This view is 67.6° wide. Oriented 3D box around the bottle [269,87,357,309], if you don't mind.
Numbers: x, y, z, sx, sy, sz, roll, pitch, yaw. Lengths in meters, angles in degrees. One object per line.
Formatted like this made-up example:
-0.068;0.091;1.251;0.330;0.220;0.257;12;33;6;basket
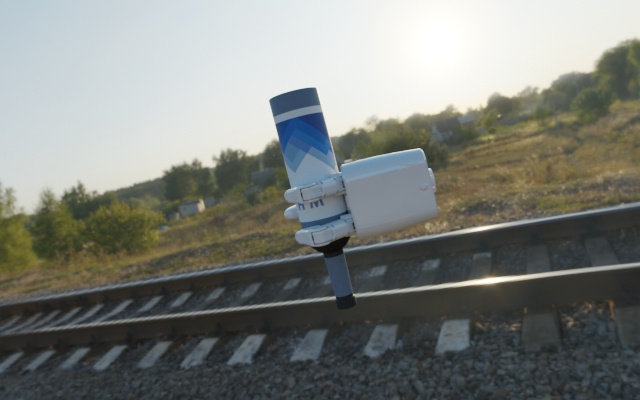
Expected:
0.000;0.002;0.641;0.069;0.296;0.069;-14;5;1;bottle
